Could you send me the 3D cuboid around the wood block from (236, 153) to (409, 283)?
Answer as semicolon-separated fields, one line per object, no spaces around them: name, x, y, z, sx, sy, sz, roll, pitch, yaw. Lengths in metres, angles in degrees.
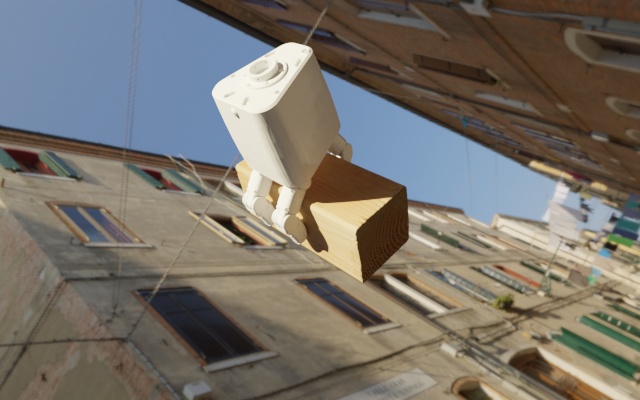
wood block;0.000;0.001;0.600;0.206;0.090;0.090;28;54;37
